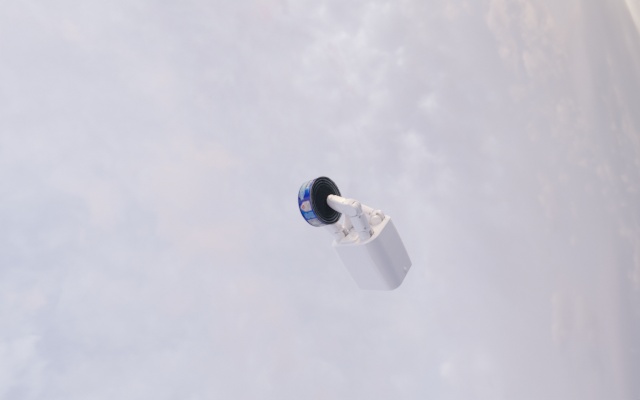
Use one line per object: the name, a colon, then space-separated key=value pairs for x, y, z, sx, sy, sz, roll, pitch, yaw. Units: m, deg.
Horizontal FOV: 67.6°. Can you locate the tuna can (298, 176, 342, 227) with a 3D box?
tuna can: x=0.000 y=0.003 z=0.834 sx=0.034 sy=0.086 sz=0.086 roll=-15 pitch=-9 yaw=39
